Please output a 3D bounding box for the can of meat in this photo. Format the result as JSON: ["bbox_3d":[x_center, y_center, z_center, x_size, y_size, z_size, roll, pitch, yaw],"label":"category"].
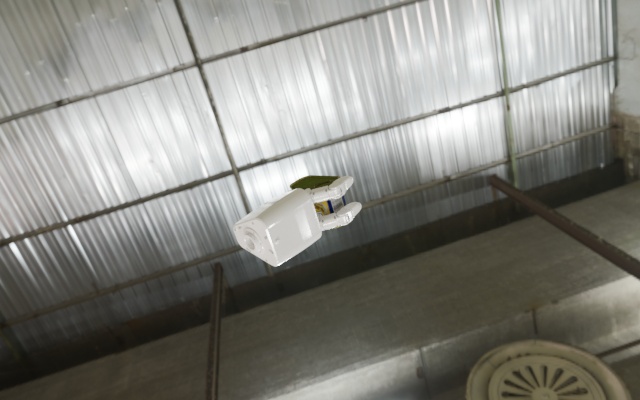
[{"bbox_3d":[0.000,0.003,0.888,0.102,0.084,0.057,5,30,43],"label":"can of meat"}]
